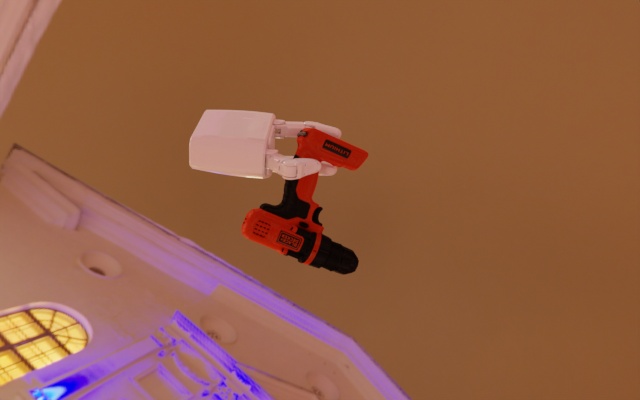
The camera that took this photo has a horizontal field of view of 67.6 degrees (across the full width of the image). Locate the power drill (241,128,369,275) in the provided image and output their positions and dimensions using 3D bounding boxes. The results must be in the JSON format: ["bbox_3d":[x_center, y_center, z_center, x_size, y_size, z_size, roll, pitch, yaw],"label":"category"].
[{"bbox_3d":[0.000,0.002,0.700,0.184,0.187,0.057,23,-2,-17],"label":"power drill"}]
